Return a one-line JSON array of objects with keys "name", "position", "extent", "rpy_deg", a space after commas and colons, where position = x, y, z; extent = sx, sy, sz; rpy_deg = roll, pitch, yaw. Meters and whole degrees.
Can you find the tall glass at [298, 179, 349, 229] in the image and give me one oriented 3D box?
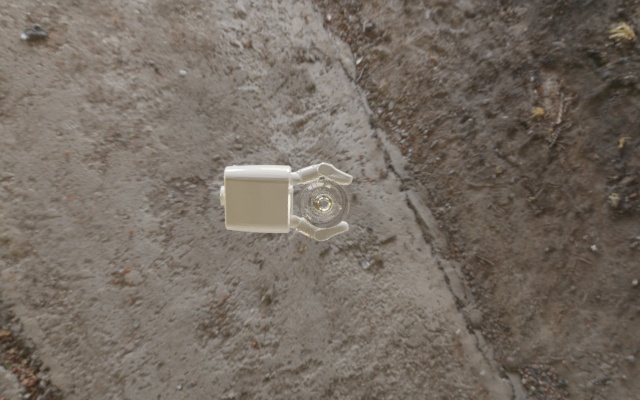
[{"name": "tall glass", "position": [0.000, 0.003, 0.811], "extent": [0.079, 0.079, 0.201], "rpy_deg": [0, 2, -3]}]
